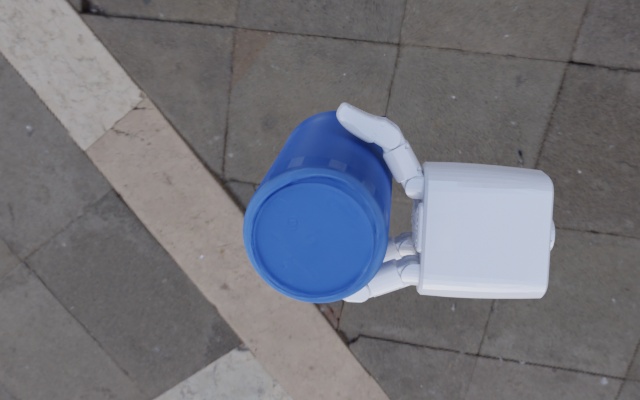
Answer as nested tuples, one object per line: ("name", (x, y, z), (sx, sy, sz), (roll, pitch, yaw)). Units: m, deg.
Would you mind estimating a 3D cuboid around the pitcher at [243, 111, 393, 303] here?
("pitcher", (0.000, 0.001, 0.457), (0.145, 0.149, 0.242), (4, 17, 5))
